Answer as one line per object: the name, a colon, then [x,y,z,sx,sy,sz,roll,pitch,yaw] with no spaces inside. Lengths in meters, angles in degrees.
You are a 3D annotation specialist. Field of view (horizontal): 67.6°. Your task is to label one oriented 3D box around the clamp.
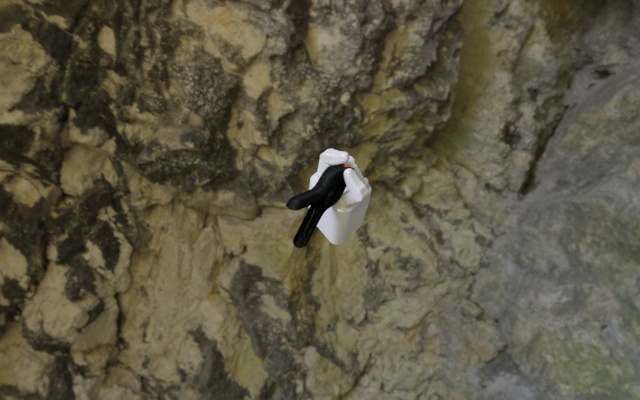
clamp: [0.000,0.002,0.827,0.039,0.120,0.171,33,51,22]
